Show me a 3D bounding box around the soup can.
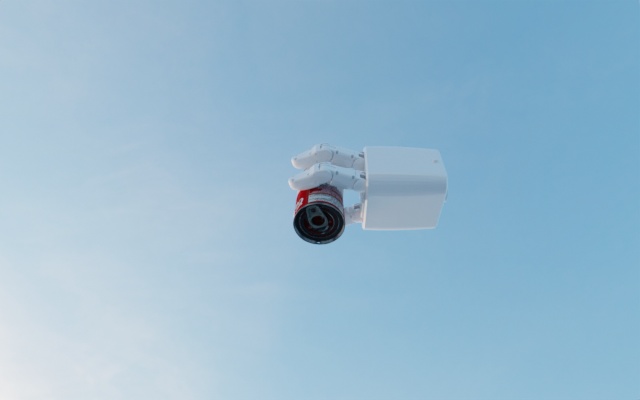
[{"bbox_3d":[0.000,0.002,0.657,0.068,0.069,0.102,0,35,3],"label":"soup can"}]
